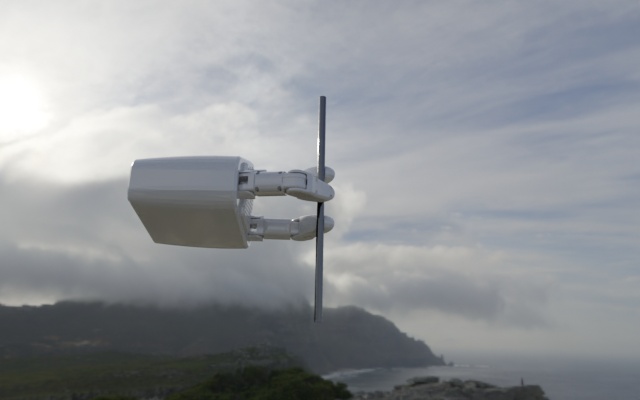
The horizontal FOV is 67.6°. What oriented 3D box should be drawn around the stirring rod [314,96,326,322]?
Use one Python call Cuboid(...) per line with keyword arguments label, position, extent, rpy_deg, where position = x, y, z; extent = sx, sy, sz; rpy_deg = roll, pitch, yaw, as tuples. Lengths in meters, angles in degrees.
Cuboid(label="stirring rod", position=(0.000, 0.002, 0.492), extent=(0.011, 0.239, 0.011), rpy_deg=(1, -17, 0))
